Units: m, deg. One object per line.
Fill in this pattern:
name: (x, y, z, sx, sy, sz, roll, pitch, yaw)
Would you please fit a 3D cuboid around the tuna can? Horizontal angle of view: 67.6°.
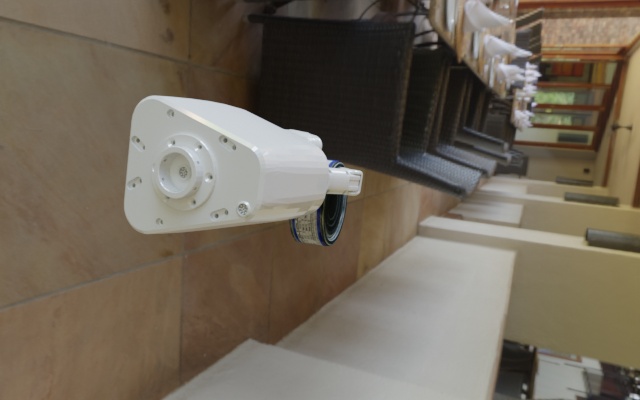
tuna can: (0.001, 0.002, 0.471, 0.034, 0.086, 0.086, 7, 2, 18)
